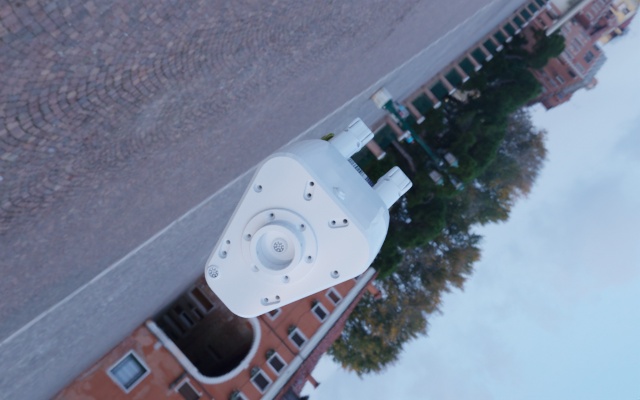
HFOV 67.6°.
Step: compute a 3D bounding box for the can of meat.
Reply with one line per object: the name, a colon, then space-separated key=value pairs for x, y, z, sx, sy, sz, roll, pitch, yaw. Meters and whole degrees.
can of meat: x=0.000 y=0.002 z=0.448 sx=0.102 sy=0.084 sz=0.057 roll=-42 pitch=-1 yaw=12
